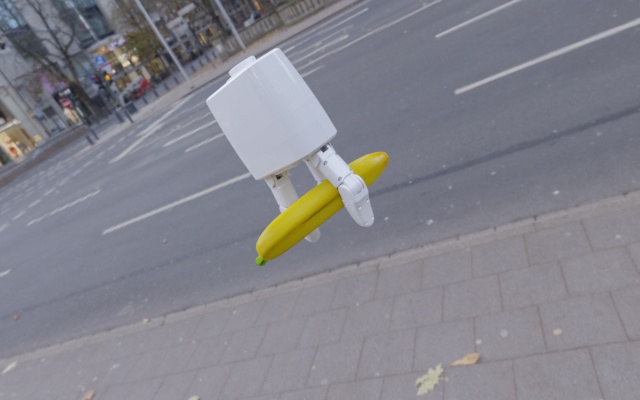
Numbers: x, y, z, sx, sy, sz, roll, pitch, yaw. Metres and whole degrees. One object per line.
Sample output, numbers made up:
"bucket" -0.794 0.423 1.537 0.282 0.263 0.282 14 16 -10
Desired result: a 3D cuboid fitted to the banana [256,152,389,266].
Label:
"banana" -0.002 0.004 0.528 0.198 0.037 0.069 -38 3 -1
